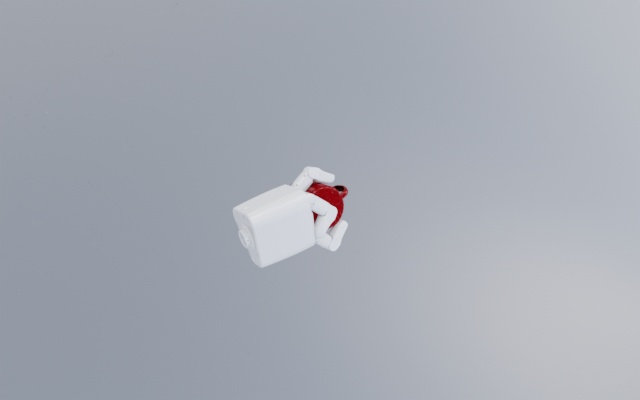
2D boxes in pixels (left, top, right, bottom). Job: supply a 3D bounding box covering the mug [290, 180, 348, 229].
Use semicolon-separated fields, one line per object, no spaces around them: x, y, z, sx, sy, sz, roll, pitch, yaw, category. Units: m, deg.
0.001;0.002;0.888;0.117;0.093;0.081;-25;21;-23;mug
